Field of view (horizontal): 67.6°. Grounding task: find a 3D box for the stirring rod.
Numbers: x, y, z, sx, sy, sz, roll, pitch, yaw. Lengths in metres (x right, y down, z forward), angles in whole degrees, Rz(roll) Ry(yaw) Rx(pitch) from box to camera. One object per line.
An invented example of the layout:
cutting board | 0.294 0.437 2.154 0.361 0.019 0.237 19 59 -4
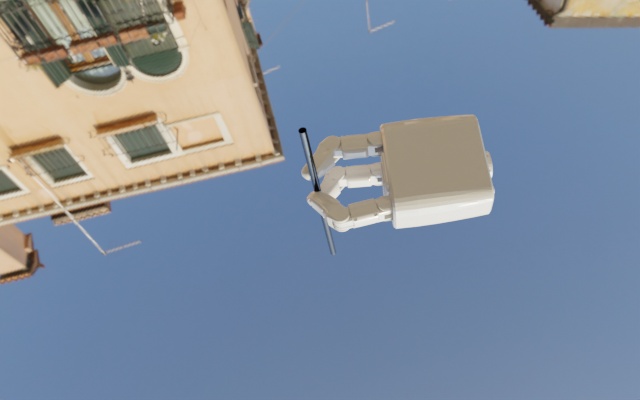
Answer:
stirring rod | 0.000 0.002 0.557 0.011 0.011 0.240 0 -35 10
